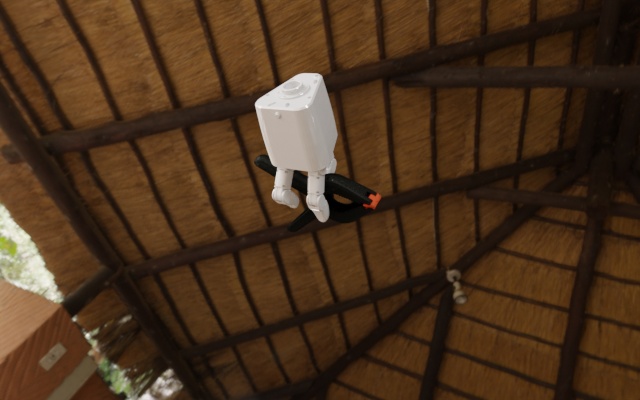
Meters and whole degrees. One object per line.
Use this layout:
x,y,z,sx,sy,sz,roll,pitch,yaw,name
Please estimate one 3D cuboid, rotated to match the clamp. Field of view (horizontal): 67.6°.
0.001,0.002,0.785,0.210,0.165,0.036,9,46,28,clamp
